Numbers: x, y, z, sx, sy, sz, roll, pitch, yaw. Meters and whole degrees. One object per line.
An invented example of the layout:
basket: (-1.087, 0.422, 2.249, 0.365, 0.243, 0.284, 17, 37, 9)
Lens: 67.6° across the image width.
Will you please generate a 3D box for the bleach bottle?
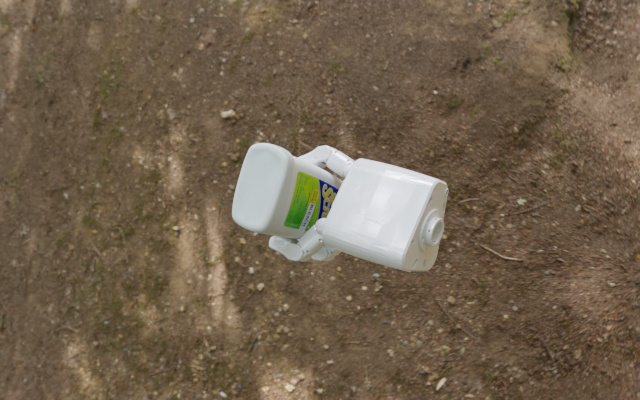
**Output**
bleach bottle: (0.000, 0.002, 0.625, 0.068, 0.102, 0.251, 19, 4, 35)
